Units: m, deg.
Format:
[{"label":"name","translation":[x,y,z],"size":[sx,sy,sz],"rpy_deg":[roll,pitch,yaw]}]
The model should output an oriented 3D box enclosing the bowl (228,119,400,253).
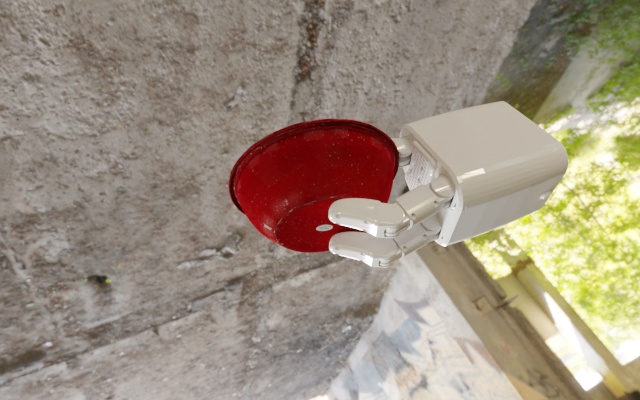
[{"label":"bowl","translation":[-0.001,0.002,0.433],"size":[0.162,0.055,0.162],"rpy_deg":[-9,-33,-6]}]
